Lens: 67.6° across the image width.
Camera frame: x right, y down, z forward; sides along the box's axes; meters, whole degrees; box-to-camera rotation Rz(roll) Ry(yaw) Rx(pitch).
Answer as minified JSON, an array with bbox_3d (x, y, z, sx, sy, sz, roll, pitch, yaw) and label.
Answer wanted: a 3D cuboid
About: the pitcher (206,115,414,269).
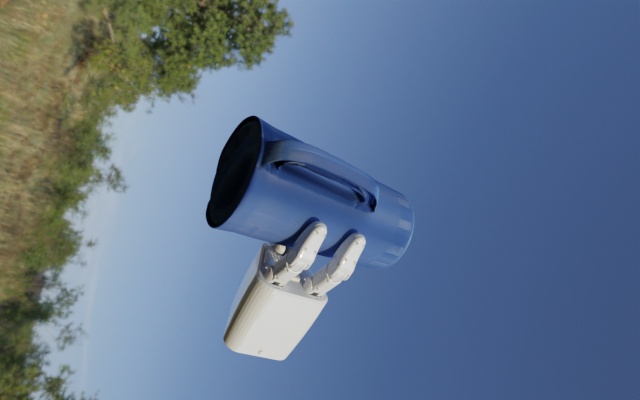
[{"bbox_3d":[0.000,0.002,0.575,0.243,0.145,0.149,21,19,-29],"label":"pitcher"}]
